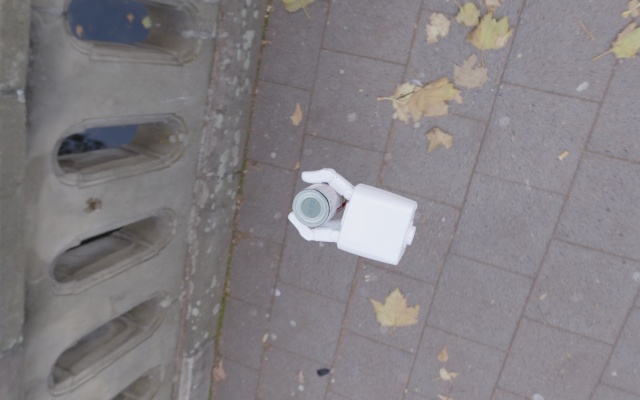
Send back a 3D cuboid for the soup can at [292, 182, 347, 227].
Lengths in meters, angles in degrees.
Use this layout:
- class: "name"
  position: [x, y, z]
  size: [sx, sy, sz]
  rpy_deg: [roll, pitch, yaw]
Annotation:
- class: "soup can"
  position: [0.000, 0.003, 0.836]
  size: [0.068, 0.068, 0.102]
  rpy_deg: [0, 12, 20]
